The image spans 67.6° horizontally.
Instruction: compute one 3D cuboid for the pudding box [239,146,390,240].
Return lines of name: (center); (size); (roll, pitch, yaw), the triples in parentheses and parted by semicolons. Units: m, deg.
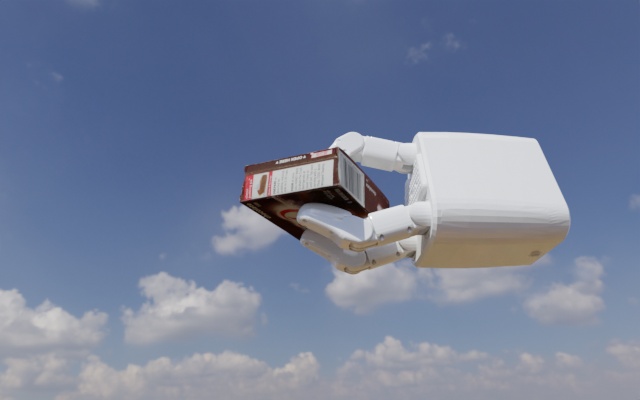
pudding box: (0.000, 0.001, 0.411); (0.090, 0.039, 0.113); (-10, -29, 25)
